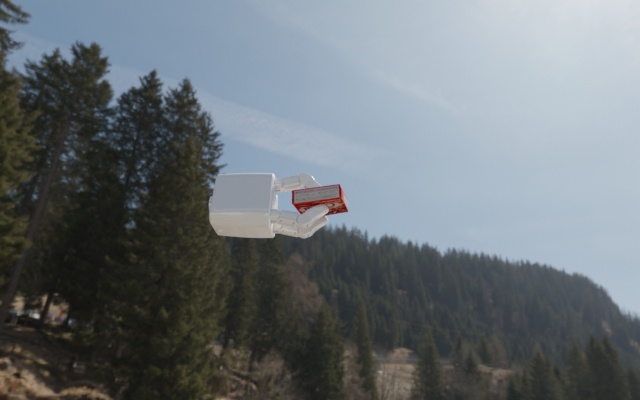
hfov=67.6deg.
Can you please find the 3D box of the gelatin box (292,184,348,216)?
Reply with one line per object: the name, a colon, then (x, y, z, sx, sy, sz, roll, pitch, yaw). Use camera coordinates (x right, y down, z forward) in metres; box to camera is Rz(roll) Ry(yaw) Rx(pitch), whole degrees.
gelatin box: (0.000, 0.002, 0.855, 0.089, 0.030, 0.073, -8, -23, 11)
